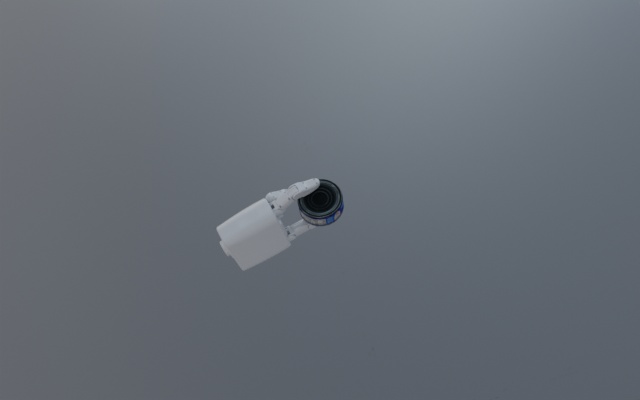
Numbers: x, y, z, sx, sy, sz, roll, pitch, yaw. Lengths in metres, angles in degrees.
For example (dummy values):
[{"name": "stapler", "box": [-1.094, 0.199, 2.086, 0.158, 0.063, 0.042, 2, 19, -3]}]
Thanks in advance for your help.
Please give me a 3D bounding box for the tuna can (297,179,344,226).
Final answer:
[{"name": "tuna can", "box": [0.000, 0.003, 0.891, 0.086, 0.086, 0.034, 0, -29, 6]}]
